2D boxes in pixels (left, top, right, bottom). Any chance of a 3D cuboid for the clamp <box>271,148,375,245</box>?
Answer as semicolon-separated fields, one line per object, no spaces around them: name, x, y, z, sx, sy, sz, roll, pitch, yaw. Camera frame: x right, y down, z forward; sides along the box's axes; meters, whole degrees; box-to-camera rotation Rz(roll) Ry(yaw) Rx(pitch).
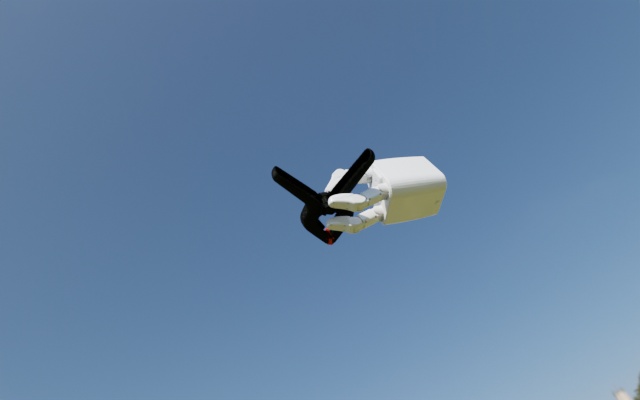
clamp;0.000;0.002;0.807;0.164;0.036;0.210;-6;-43;-10
